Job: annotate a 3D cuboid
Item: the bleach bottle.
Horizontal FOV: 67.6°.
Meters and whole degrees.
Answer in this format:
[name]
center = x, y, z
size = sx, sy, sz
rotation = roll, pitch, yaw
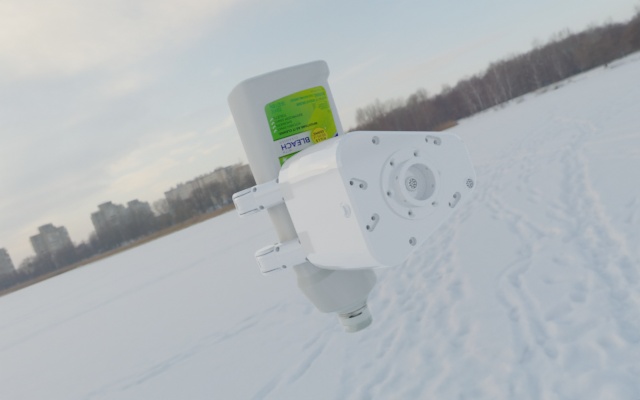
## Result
[bleach bottle]
center = 0.000, 0.001, 0.458
size = 0.102, 0.251, 0.068
rotation = -22, 3, -25
